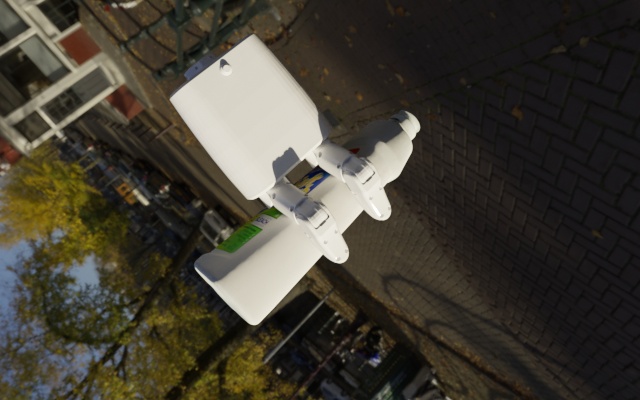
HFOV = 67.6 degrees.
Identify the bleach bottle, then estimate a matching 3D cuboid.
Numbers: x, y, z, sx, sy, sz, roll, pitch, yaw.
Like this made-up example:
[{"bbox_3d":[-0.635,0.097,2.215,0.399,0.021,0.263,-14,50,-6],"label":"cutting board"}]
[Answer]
[{"bbox_3d":[0.000,0.002,0.457,0.250,0.068,0.102,-44,16,-18],"label":"bleach bottle"}]
